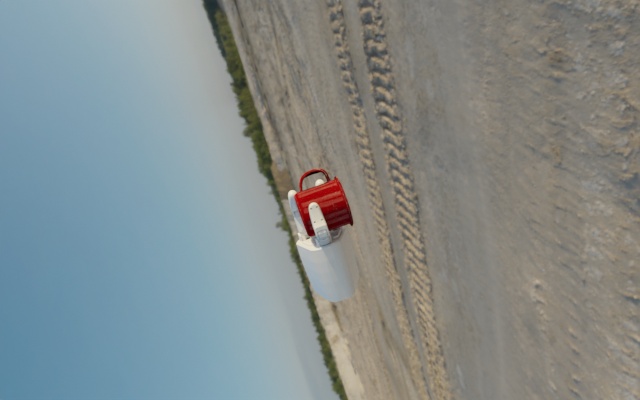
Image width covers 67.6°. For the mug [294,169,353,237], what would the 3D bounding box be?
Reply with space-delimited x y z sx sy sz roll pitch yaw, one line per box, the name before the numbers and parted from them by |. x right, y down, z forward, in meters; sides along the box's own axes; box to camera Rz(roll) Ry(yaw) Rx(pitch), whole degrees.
mug | -0.001 0.001 0.836 0.081 0.117 0.093 -19 9 -4
